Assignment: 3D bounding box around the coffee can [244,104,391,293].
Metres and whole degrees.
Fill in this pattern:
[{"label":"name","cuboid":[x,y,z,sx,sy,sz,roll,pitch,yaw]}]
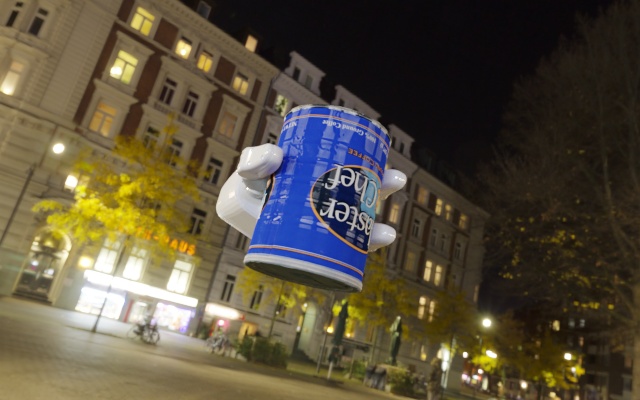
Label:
[{"label":"coffee can","cuboid":[0.000,0.001,0.425,0.103,0.140,0.103,13,-16,4]}]
